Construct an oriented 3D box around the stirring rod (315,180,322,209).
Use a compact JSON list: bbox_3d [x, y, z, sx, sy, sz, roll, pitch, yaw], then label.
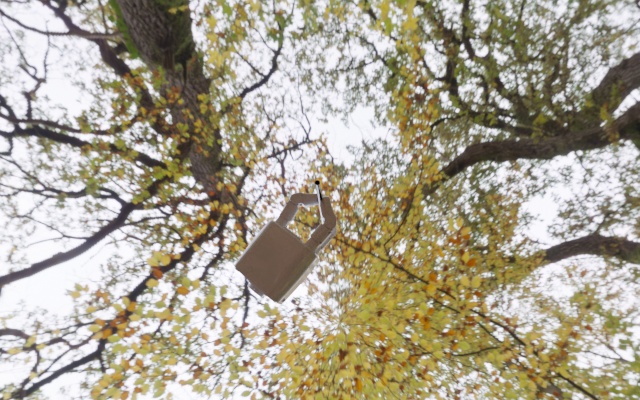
[{"bbox_3d":[0.000,0.003,0.842,0.011,0.011,0.239,0,-14,2],"label":"stirring rod"}]
